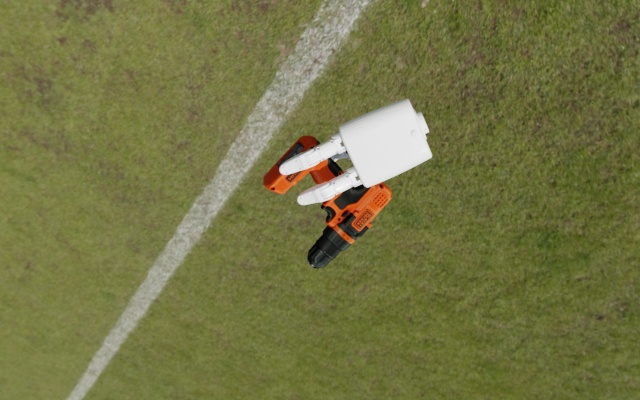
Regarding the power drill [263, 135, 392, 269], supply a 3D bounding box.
[{"bbox_3d":[0.000,0.002,0.766,0.188,0.184,0.057,40,3,-29],"label":"power drill"}]
